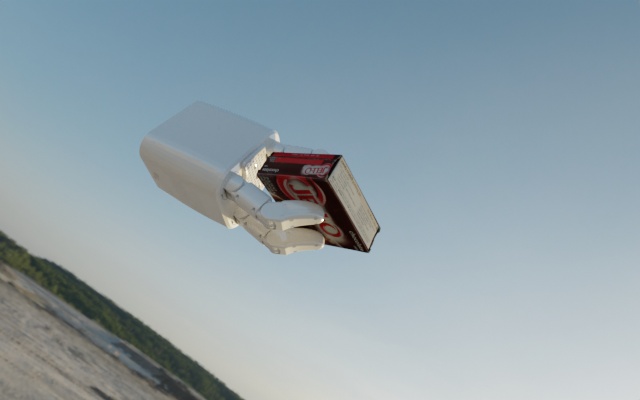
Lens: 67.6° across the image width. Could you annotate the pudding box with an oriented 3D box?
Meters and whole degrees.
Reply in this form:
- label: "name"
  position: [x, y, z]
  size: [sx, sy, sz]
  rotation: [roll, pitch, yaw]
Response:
- label: "pudding box"
  position: [0.000, 0.001, 0.488]
  size: [0.090, 0.039, 0.114]
  rotation: [8, -35, 39]
